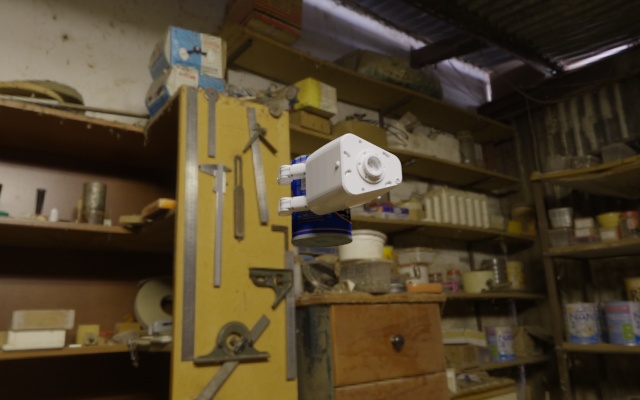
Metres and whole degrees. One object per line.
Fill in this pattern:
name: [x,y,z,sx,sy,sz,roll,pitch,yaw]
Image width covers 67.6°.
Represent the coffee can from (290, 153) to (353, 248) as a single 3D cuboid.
coffee can: [0.000,0.003,0.810,0.103,0.140,0.103,-2,-14,0]
